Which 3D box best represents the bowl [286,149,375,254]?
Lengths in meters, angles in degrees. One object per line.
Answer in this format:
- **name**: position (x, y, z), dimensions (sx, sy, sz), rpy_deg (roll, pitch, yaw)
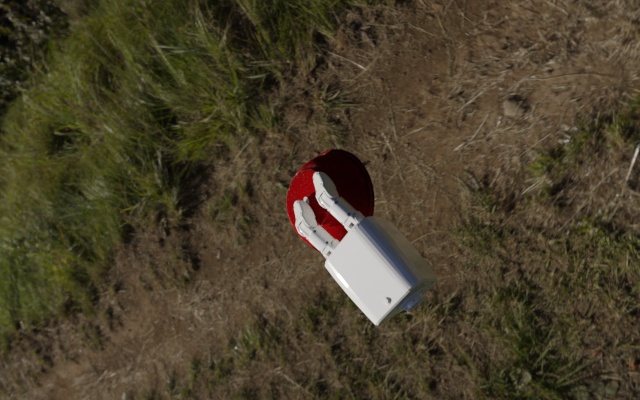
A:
- **bowl**: position (-0.001, 0.002, 0.700), dimensions (0.055, 0.162, 0.162), rpy_deg (3, -2, -45)
